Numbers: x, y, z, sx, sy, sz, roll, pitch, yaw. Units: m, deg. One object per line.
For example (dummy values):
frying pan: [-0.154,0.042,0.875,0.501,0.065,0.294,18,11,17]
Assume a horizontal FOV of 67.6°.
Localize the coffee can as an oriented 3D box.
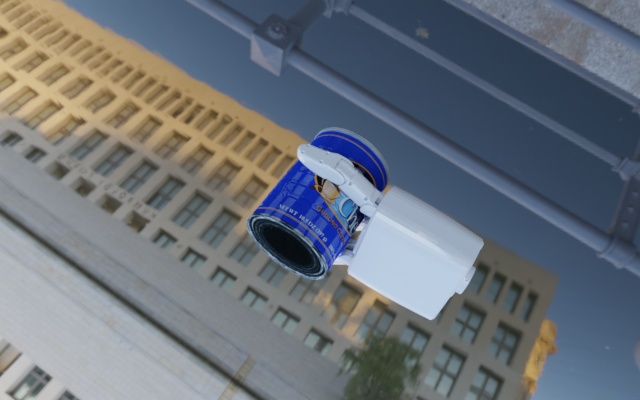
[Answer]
coffee can: [0.000,0.002,0.533,0.103,0.140,0.103,28,-30,17]
